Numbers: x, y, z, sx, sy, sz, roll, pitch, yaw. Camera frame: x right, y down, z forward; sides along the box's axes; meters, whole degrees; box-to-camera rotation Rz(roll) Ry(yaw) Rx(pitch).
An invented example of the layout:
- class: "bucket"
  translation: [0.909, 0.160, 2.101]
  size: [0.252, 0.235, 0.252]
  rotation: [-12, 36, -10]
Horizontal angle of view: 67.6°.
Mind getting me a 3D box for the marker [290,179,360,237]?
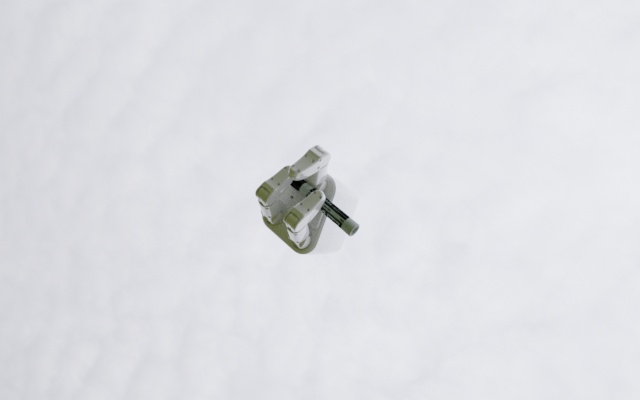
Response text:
- class: "marker"
  translation: [0.000, 0.002, 0.612]
  size: [0.121, 0.020, 0.020]
  rotation: [40, 18, 23]
